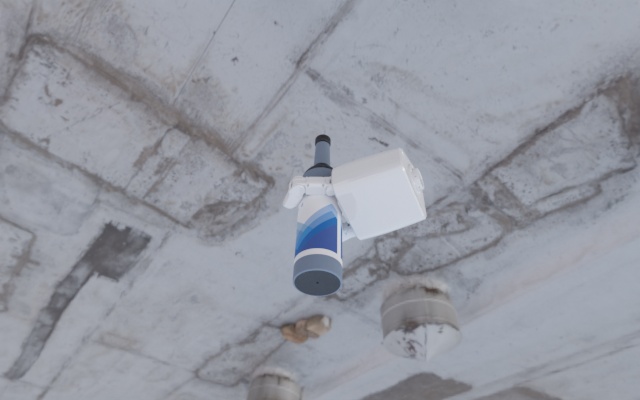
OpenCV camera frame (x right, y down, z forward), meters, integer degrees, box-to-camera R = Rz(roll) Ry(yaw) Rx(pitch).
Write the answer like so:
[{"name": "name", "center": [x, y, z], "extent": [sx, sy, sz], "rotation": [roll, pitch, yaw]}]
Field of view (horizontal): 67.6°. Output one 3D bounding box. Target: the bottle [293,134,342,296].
[{"name": "bottle", "center": [0.000, 0.003, 0.734], "extent": [0.069, 0.295, 0.069], "rotation": [1, -43, 1]}]
